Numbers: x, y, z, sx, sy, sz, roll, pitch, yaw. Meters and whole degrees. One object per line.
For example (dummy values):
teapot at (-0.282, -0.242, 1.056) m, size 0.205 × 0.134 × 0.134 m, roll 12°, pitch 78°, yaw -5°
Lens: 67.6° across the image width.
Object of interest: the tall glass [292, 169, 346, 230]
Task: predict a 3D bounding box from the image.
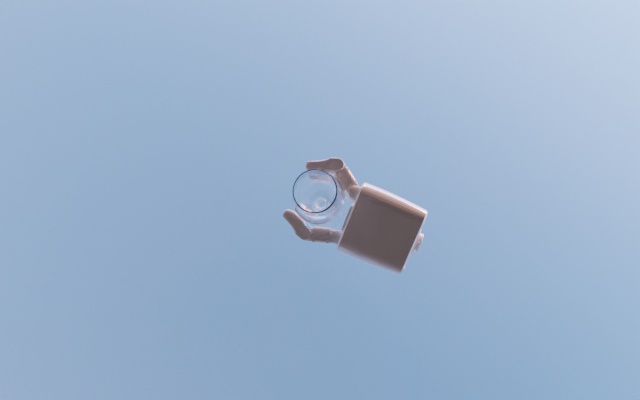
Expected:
tall glass at (0.000, 0.003, 0.744) m, size 0.079 × 0.079 × 0.201 m, roll 0°, pitch -9°, yaw 5°
